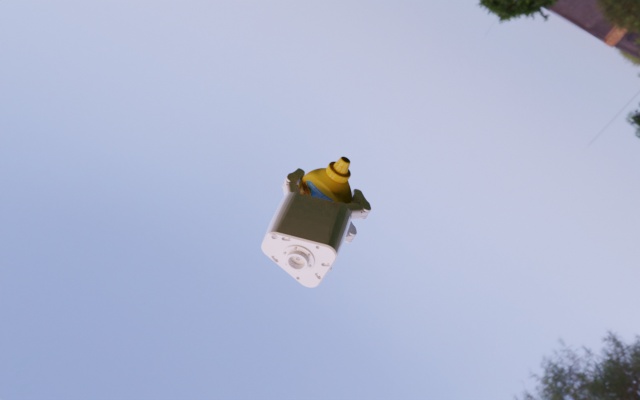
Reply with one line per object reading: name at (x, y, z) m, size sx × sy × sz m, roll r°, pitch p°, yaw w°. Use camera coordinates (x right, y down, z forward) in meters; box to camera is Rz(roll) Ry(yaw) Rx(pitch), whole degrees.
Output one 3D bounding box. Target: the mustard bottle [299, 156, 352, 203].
mustard bottle at (0.000, 0.003, 0.815) m, size 0.096 × 0.192 × 0.058 m, roll 42°, pitch 37°, yaw 16°
